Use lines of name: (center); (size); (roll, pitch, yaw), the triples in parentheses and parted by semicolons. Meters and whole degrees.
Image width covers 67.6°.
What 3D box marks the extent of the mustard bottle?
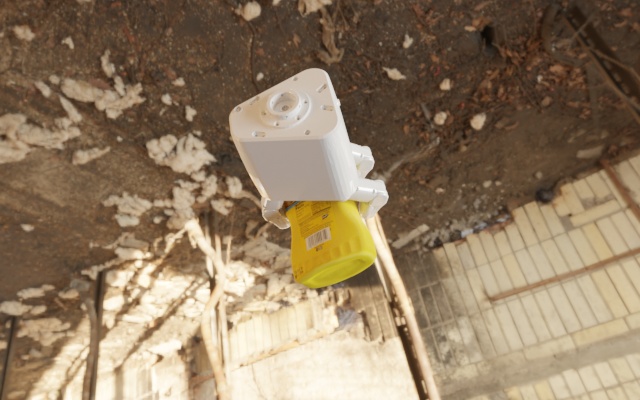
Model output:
mustard bottle: (0.000, 0.002, 0.578); (0.096, 0.191, 0.058); (-29, -36, 24)
